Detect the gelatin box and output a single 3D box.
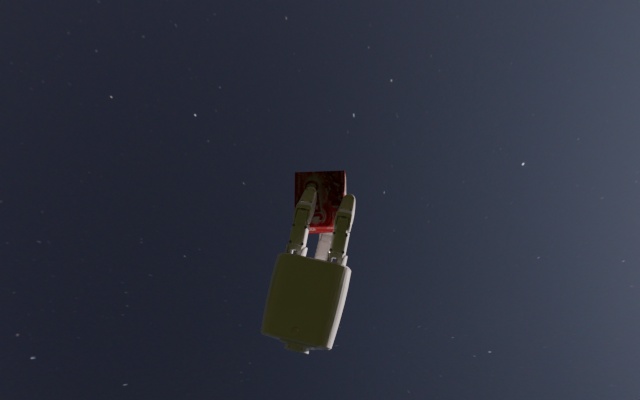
[{"bbox_3d":[0.000,0.002,0.680,0.073,0.089,0.030,-2,-25,4],"label":"gelatin box"}]
